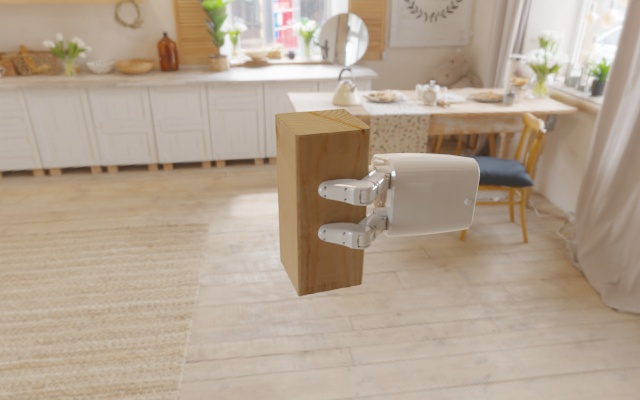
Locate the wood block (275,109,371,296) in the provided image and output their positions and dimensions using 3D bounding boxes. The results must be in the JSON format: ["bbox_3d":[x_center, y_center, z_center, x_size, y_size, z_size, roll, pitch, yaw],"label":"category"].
[{"bbox_3d":[0.000,0.002,0.588,0.090,0.206,0.090,-8,27,-17],"label":"wood block"}]
